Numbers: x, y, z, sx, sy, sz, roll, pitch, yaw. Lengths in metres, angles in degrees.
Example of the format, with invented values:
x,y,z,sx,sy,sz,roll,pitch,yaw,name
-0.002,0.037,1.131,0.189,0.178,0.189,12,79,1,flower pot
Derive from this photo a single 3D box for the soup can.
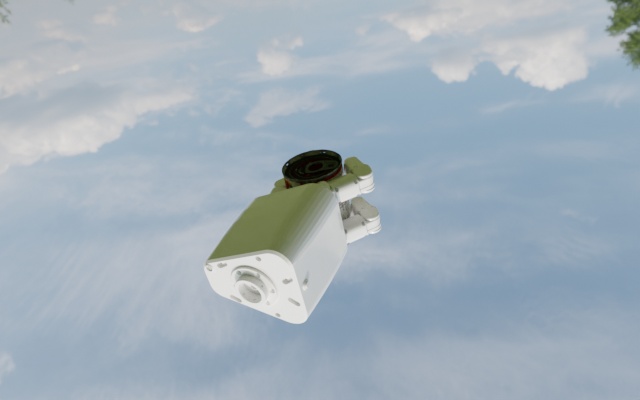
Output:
x,y,z,sx,sy,sz,roll,pitch,yaw,name
0.000,0.002,0.552,0.068,0.102,0.068,-9,32,6,soup can
